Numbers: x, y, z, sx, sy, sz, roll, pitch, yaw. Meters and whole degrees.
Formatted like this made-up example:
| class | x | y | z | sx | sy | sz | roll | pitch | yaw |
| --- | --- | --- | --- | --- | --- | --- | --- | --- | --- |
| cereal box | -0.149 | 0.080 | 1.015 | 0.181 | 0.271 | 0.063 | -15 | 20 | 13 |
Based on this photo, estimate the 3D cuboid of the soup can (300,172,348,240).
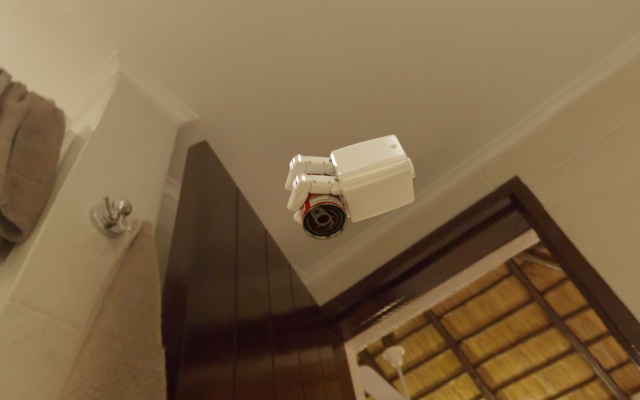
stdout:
| class | x | y | z | sx | sy | sz | roll | pitch | yaw |
| --- | --- | --- | --- | --- | --- | --- | --- | --- | --- |
| soup can | 0.000 | 0.002 | 0.745 | 0.068 | 0.069 | 0.102 | 0 | 36 | -10 |
